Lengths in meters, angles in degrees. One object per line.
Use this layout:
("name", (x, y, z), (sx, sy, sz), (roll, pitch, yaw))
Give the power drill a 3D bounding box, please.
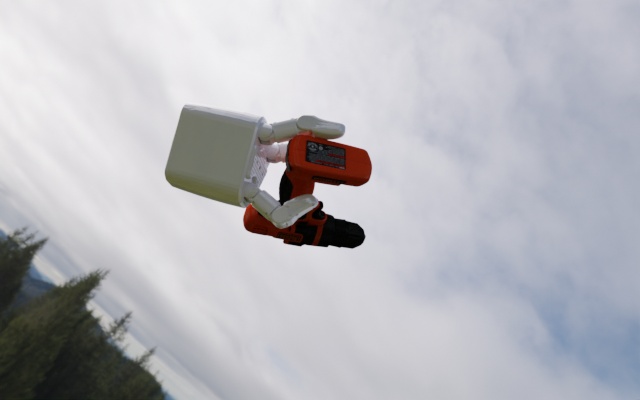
("power drill", (0.000, 0.002, 0.646), (0.184, 0.057, 0.188), (10, -38, -15))
